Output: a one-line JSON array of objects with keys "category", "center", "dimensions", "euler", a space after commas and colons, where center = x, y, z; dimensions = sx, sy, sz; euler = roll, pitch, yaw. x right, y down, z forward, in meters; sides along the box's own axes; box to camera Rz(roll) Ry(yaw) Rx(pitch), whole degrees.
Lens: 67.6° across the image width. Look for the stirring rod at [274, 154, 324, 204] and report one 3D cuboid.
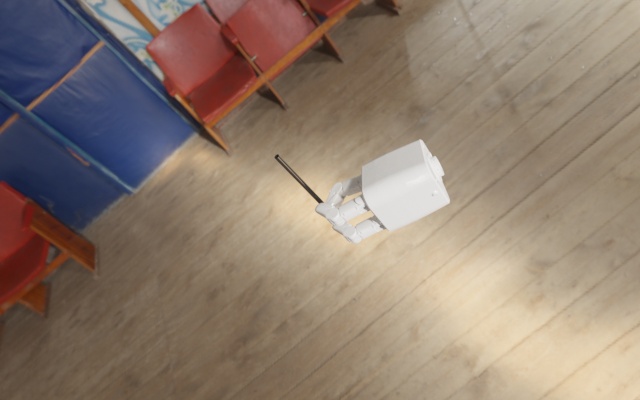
[{"category": "stirring rod", "center": [0.000, 0.003, 0.770], "dimensions": [0.011, 0.011, 0.240], "euler": [0, -34, 39]}]
